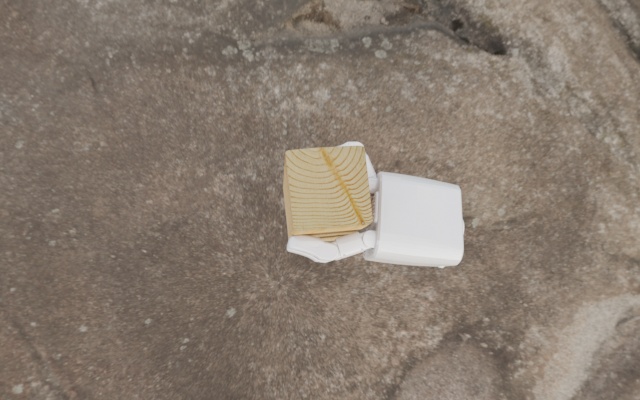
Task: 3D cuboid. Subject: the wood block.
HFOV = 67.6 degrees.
[{"bbox_3d":[0.000,0.002,0.617,0.090,0.091,0.206,-5,-9,-6],"label":"wood block"}]
